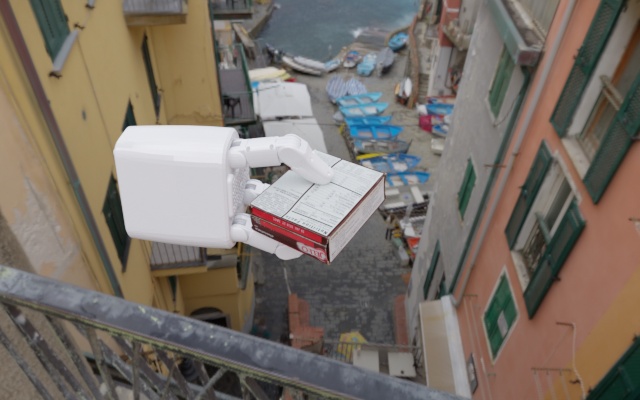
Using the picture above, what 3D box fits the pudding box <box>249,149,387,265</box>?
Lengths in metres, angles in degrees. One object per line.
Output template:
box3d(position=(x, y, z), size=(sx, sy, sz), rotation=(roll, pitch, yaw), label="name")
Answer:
box3d(position=(0.000, 0.001, 0.464), size=(0.090, 0.039, 0.113), rotation=(22, 47, 26), label="pudding box")
